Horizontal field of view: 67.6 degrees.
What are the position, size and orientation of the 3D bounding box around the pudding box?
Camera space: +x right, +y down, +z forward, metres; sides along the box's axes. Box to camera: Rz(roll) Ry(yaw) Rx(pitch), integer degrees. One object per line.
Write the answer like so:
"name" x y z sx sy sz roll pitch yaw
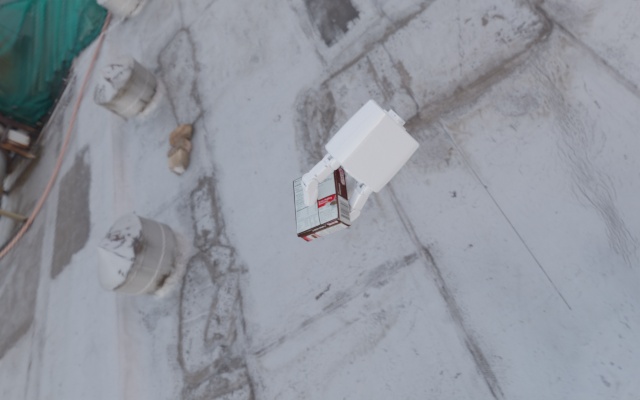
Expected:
"pudding box" 0.000 0.003 0.813 0.090 0.113 0.039 -23 -35 29
